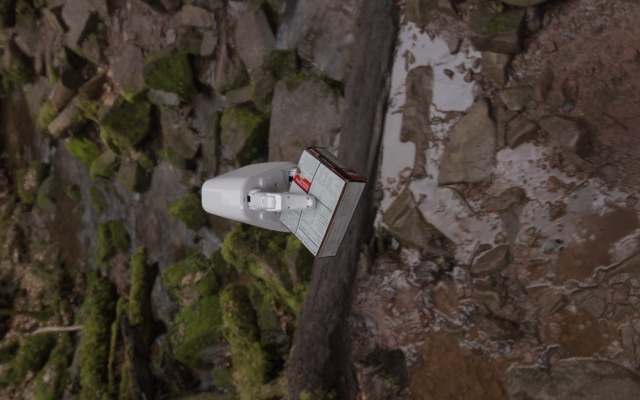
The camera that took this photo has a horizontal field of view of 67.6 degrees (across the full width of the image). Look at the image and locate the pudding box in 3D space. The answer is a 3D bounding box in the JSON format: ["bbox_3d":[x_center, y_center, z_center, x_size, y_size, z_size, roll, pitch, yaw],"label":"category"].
[{"bbox_3d":[0.000,0.002,0.596,0.039,0.113,0.090,-4,34,-42],"label":"pudding box"}]
